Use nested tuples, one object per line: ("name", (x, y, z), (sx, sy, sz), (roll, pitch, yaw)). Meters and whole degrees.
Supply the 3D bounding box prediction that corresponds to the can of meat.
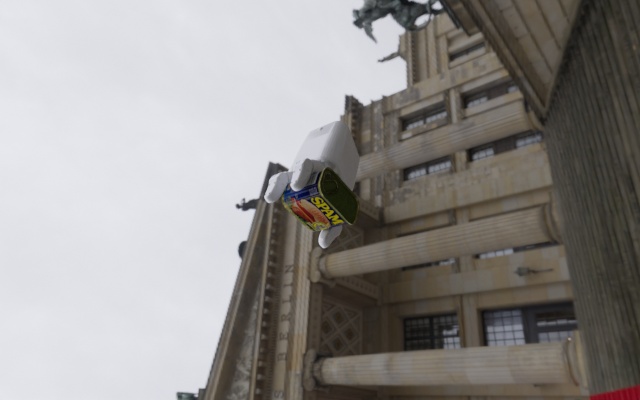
("can of meat", (0.000, 0.003, 0.774), (0.084, 0.057, 0.102), (-16, -48, 36))
